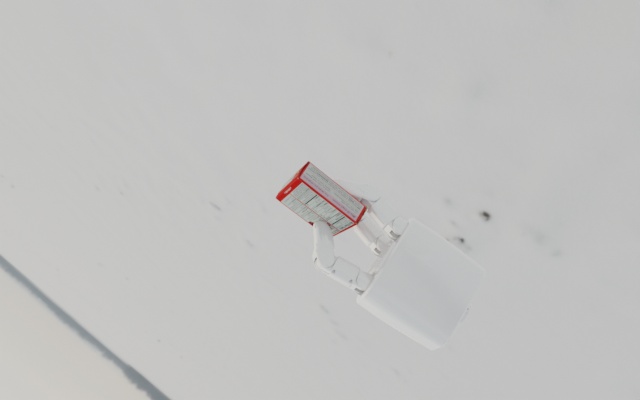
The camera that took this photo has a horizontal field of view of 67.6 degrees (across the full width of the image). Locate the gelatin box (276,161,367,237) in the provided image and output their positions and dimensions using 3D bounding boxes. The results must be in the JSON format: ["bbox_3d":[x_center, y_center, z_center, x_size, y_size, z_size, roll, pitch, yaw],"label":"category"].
[{"bbox_3d":[0.000,0.002,0.564,0.089,0.030,0.073,37,-29,-10],"label":"gelatin box"}]
